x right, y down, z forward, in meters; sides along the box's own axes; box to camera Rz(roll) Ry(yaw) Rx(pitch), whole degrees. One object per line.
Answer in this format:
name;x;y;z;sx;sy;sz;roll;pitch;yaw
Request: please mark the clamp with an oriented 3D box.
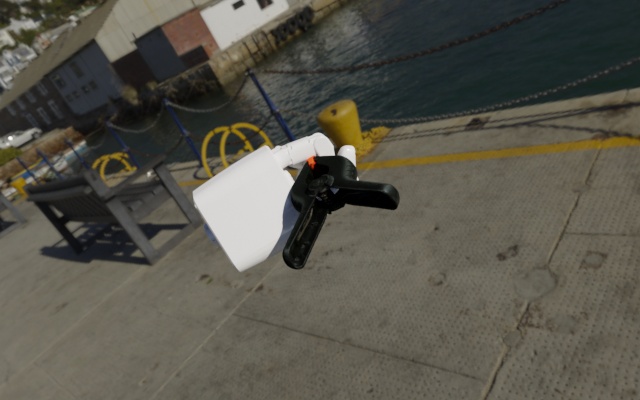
clamp;0.000;0.001;0.491;0.120;0.039;0.171;-31;24;-3
